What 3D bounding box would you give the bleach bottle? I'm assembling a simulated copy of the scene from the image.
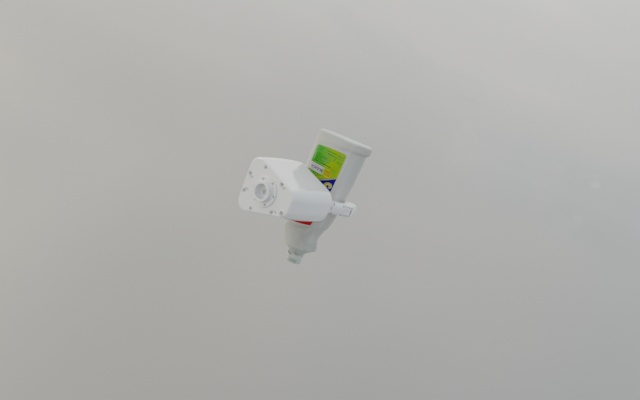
[{"bbox_3d":[0.000,0.003,0.873,0.102,0.251,0.068,28,13,30],"label":"bleach bottle"}]
